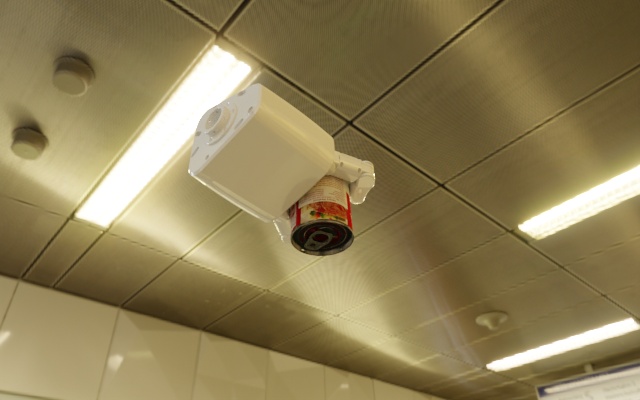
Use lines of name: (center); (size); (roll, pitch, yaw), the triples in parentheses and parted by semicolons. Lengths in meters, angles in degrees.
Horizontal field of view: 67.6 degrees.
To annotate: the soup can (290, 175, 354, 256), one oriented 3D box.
soup can: (0.000, 0.002, 0.537); (0.068, 0.102, 0.069); (-2, -38, -1)
